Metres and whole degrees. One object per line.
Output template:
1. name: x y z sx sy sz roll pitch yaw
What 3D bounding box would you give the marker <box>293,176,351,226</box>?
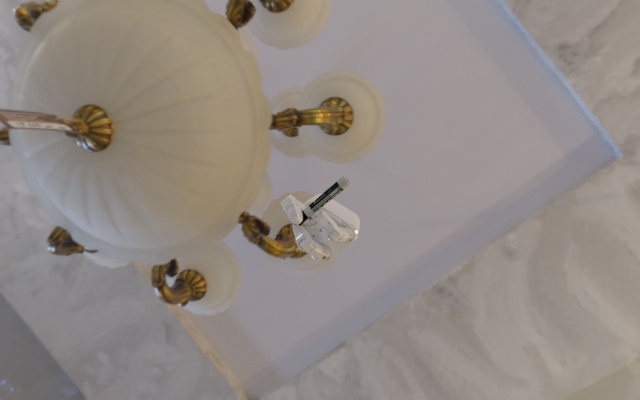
1. marker: 0.000 0.003 0.810 0.121 0.020 0.020 -40 -12 14
